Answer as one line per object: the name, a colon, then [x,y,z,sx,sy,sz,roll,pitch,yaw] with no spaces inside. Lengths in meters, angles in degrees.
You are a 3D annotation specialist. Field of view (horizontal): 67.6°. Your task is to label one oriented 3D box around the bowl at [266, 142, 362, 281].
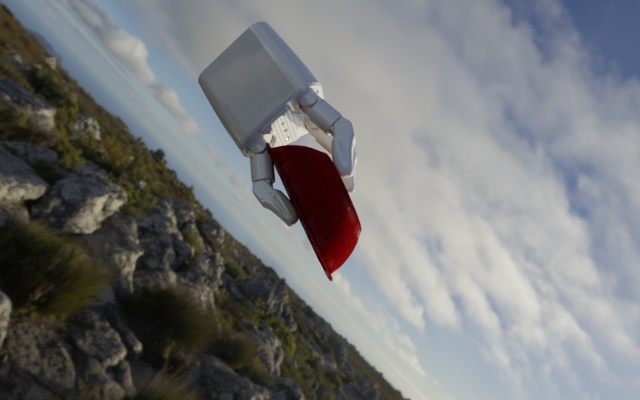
bowl: [0.001,0.003,0.509,0.055,0.162,0.162,-25,1,-2]
